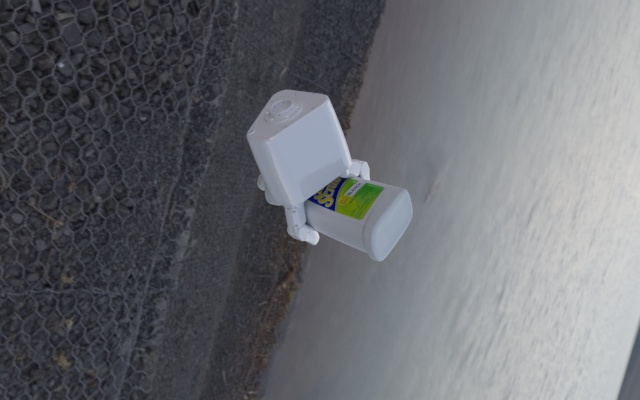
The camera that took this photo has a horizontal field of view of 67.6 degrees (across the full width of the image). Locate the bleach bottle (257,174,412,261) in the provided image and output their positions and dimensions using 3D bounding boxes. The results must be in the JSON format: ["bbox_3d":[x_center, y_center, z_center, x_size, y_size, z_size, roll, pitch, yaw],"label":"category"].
[{"bbox_3d":[0.000,0.002,0.691,0.251,0.068,0.102,17,52,36],"label":"bleach bottle"}]
